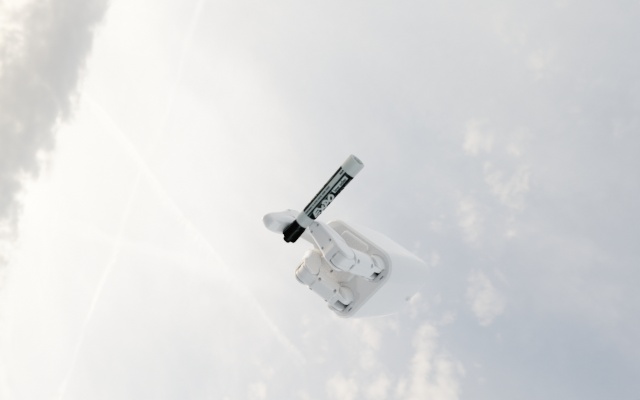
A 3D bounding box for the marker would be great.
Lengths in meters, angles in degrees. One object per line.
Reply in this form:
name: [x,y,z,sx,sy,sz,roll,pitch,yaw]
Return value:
marker: [0.000,0.002,0.503,0.020,0.121,0.020,36,21,-16]
